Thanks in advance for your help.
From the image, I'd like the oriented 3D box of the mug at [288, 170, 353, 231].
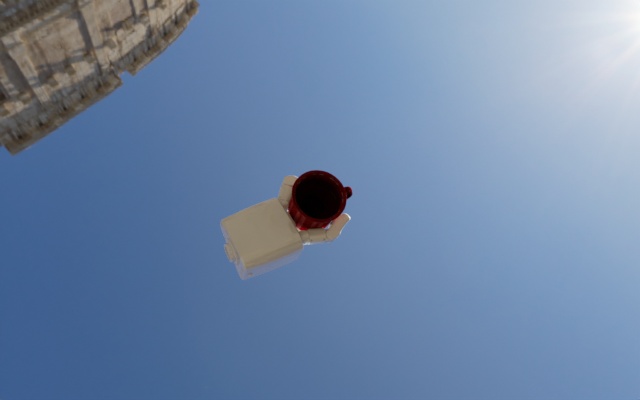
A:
[{"bbox_3d":[0.001,0.002,0.822,0.117,0.093,0.081,-20,-15,-20],"label":"mug"}]
